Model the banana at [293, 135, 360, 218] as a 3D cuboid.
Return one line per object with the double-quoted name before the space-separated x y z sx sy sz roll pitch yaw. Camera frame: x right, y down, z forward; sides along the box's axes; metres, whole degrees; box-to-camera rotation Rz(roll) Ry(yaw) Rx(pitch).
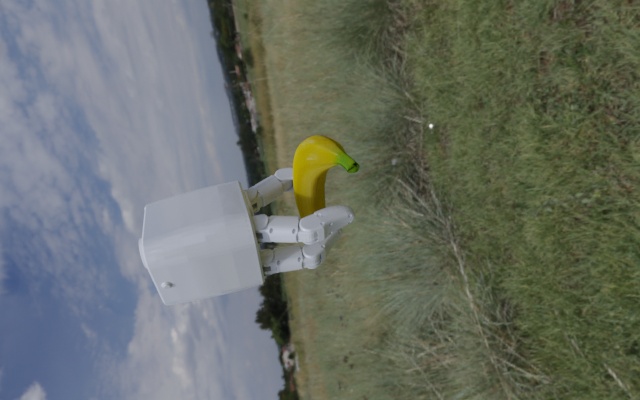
"banana" -0.006 -0.016 0.505 0.037 0.069 0.198 -17 -19 -14
